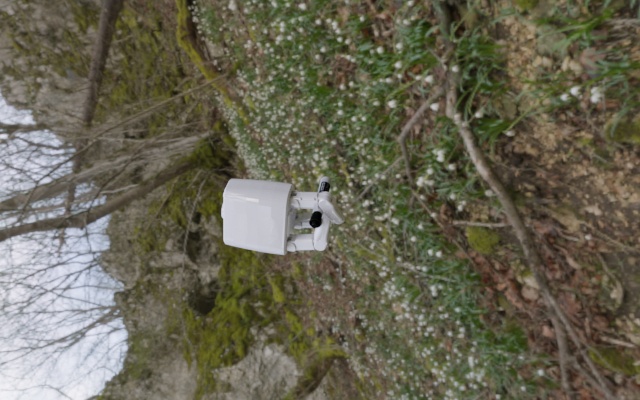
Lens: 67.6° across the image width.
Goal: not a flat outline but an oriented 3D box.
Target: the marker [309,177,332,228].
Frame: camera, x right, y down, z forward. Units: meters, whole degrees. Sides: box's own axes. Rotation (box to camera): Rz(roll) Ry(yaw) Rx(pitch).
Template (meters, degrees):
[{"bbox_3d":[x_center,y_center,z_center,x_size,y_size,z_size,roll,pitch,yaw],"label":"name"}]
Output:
[{"bbox_3d":[0.000,0.003,0.777,0.020,0.020,0.121,0,38,12],"label":"marker"}]
